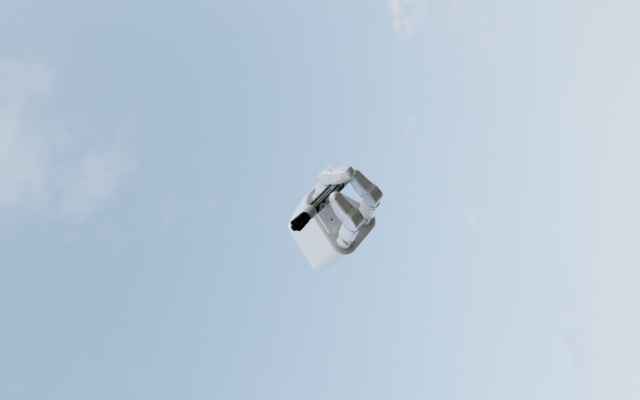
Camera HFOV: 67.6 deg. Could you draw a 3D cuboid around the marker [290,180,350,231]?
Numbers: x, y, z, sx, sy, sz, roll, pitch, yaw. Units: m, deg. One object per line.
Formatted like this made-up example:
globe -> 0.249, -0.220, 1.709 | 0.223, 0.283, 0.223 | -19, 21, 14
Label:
marker -> 0.000, 0.002, 0.659 | 0.020, 0.020, 0.121 | 0, 36, 47
